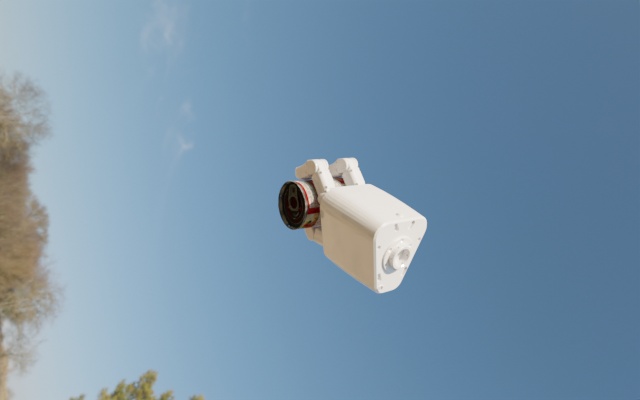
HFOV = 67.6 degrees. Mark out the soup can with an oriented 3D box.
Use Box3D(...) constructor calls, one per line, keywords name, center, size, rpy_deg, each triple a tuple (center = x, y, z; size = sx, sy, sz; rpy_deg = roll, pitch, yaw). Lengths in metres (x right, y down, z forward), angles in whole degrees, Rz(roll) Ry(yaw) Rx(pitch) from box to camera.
Box3D(name="soup can", center=(0.000, 0.002, 0.686), size=(0.102, 0.068, 0.068), rpy_deg=(-7, 4, -37))
